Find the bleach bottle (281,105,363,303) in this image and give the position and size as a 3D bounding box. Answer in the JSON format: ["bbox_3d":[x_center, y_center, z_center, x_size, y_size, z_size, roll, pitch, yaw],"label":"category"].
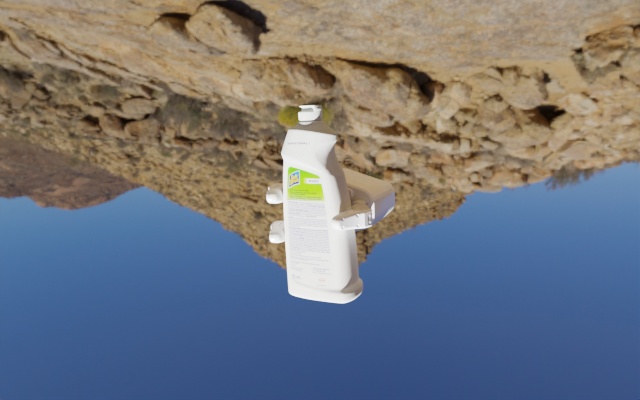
[{"bbox_3d":[0.000,0.002,0.628,0.102,0.251,0.068,3,11,27],"label":"bleach bottle"}]
